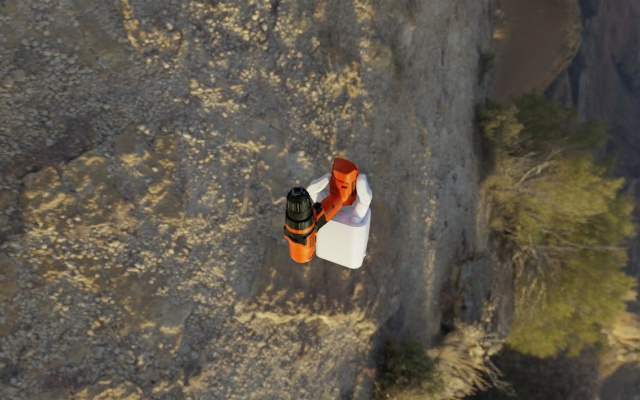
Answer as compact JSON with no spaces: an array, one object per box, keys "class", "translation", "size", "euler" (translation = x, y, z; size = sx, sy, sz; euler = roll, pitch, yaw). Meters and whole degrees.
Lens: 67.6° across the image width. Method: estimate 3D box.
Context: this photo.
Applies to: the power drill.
[{"class":"power drill","translation":[0.000,0.003,0.889],"size":[0.057,0.185,0.187],"euler":[28,54,22]}]
